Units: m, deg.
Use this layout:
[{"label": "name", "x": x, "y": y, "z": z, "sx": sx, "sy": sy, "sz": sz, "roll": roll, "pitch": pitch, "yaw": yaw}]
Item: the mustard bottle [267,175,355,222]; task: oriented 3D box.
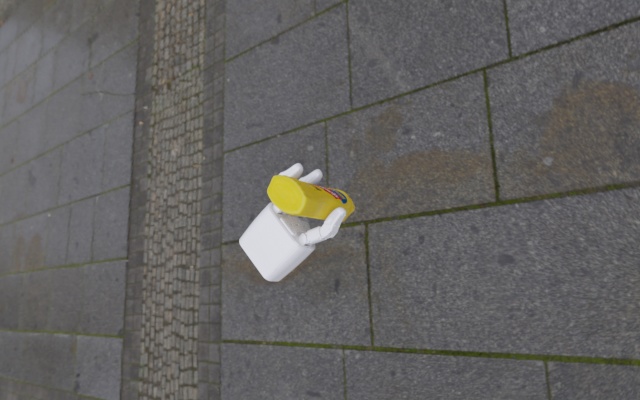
[{"label": "mustard bottle", "x": 0.000, "y": 0.003, "z": 0.870, "sx": 0.096, "sy": 0.058, "sz": 0.191, "roll": 31, "pitch": 12, "yaw": 39}]
